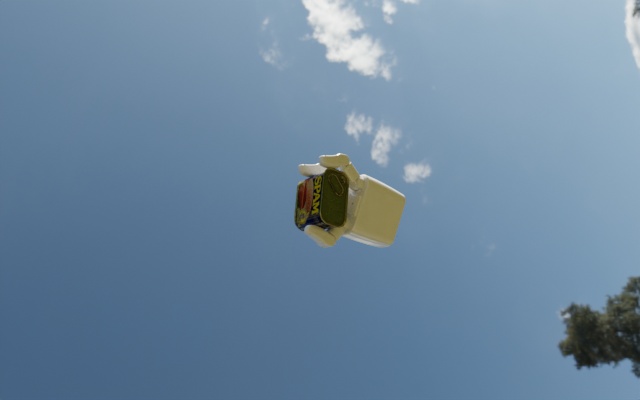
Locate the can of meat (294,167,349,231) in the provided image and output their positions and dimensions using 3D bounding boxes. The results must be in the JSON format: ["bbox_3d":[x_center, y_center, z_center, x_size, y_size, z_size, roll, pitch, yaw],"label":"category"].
[{"bbox_3d":[0.000,0.003,0.841,0.057,0.102,0.084,19,-23,-34],"label":"can of meat"}]
